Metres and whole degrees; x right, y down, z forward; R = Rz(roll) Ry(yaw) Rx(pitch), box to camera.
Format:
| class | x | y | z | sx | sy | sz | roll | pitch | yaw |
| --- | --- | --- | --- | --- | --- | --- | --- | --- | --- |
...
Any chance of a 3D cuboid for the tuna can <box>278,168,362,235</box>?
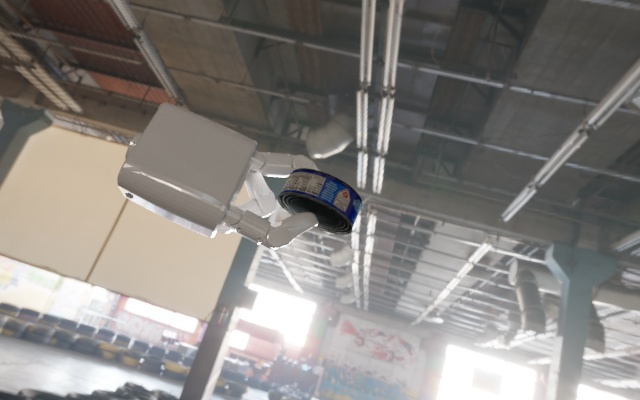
| class | x | y | z | sx | sy | sz | roll | pitch | yaw |
| --- | --- | --- | --- | --- | --- | --- | --- | --- | --- |
| tuna can | 0.000 | 0.001 | 0.507 | 0.086 | 0.033 | 0.086 | 22 | -19 | 8 |
